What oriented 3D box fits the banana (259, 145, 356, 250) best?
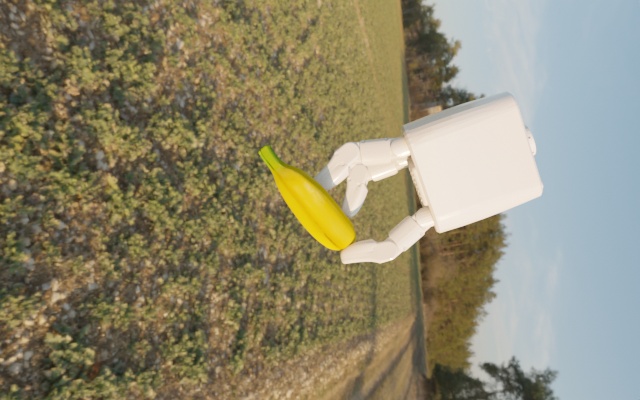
[{"bbox_3d":[0.005,0.015,0.480,0.037,0.069,0.198,-28,-34,8],"label":"banana"}]
